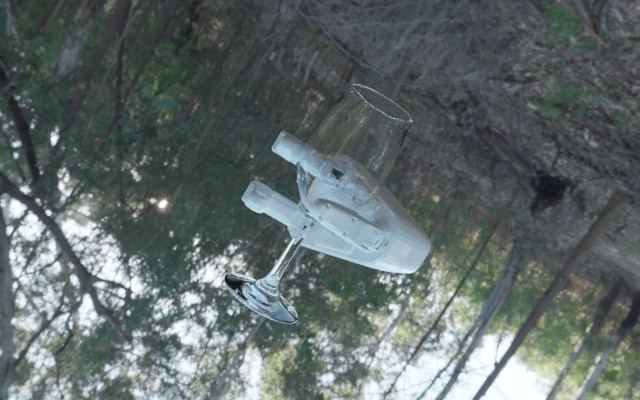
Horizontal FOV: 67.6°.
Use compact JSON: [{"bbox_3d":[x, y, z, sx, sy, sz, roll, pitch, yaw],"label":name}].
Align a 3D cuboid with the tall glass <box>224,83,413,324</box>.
[{"bbox_3d":[0.000,0.002,0.412,0.079,0.201,0.079,31,4,-2],"label":"tall glass"}]
